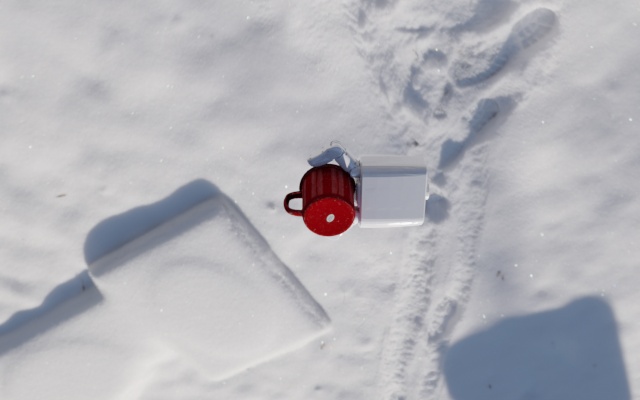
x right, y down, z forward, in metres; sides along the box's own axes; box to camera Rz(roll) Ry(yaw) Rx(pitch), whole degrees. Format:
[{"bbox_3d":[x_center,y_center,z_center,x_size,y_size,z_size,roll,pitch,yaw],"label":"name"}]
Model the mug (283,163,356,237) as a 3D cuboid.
[{"bbox_3d":[-0.001,0.003,0.749,0.117,0.093,0.081,-1,36,0],"label":"mug"}]
